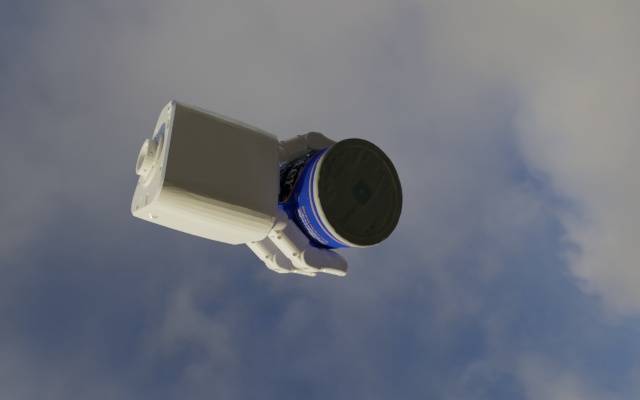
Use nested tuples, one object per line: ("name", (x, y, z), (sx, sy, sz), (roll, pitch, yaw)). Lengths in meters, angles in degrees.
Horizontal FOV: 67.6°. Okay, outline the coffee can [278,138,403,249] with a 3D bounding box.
("coffee can", (0.000, 0.002, 0.498), (0.103, 0.103, 0.140), (0, -8, -35))
